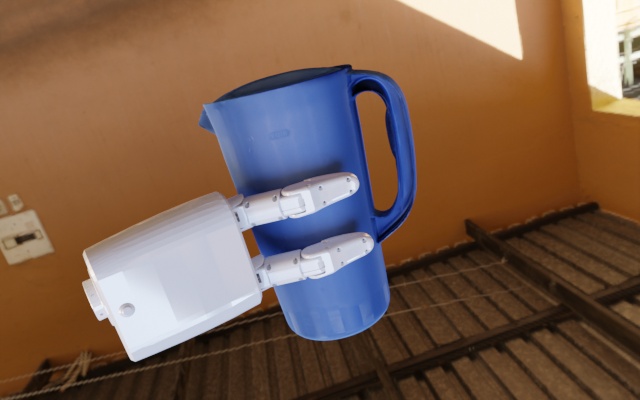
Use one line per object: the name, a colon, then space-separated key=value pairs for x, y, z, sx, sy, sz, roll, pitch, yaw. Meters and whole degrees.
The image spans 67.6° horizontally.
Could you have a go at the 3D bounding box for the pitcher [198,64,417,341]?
pitcher: x=0.000 y=0.002 z=0.446 sx=0.145 sy=0.243 sz=0.149 roll=-24 pitch=20 yaw=-26
